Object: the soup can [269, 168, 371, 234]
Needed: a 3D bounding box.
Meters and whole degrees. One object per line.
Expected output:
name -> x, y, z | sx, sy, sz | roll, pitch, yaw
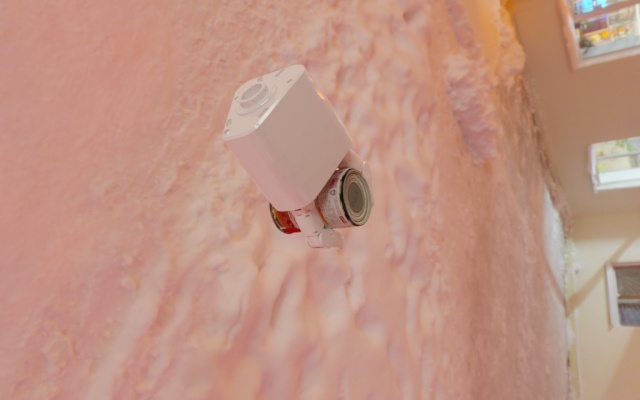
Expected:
soup can -> 0.001, 0.002, 0.564 | 0.102, 0.068, 0.068 | -8, -5, 33
